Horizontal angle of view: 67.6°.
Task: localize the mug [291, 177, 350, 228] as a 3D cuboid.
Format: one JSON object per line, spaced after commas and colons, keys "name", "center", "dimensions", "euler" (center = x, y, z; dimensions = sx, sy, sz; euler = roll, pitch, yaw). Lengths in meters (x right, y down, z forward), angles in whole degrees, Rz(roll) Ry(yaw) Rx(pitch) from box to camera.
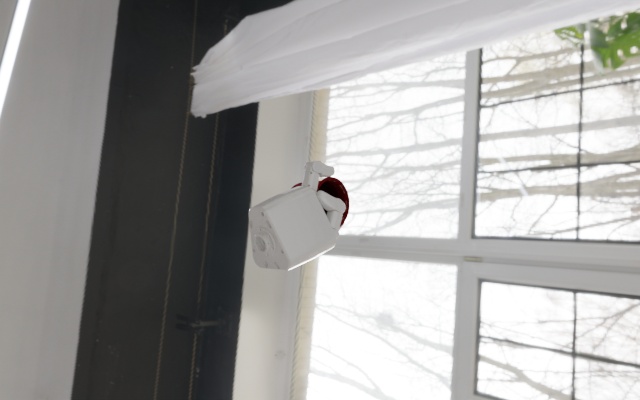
{"name": "mug", "center": [0.001, 0.002, 0.868], "dimensions": [0.081, 0.093, 0.117], "euler": [-3, 14, 44]}
